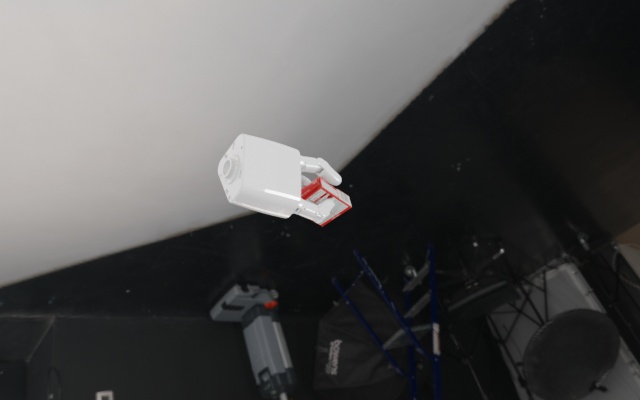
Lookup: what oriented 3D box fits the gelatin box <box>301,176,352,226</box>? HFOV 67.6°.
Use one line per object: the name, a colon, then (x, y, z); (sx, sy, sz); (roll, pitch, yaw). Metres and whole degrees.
gelatin box: (0.000, 0.003, 0.861); (0.073, 0.030, 0.089); (-35, -45, 25)
